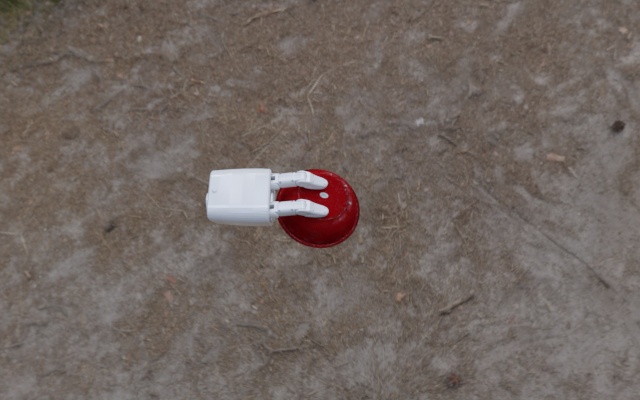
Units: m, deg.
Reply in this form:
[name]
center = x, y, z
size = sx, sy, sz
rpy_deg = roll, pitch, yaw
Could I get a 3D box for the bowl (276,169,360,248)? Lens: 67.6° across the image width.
[bowl]
center = 0.001, 0.002, 0.875
size = 0.162, 0.162, 0.055
rpy_deg = 0, -24, -11
